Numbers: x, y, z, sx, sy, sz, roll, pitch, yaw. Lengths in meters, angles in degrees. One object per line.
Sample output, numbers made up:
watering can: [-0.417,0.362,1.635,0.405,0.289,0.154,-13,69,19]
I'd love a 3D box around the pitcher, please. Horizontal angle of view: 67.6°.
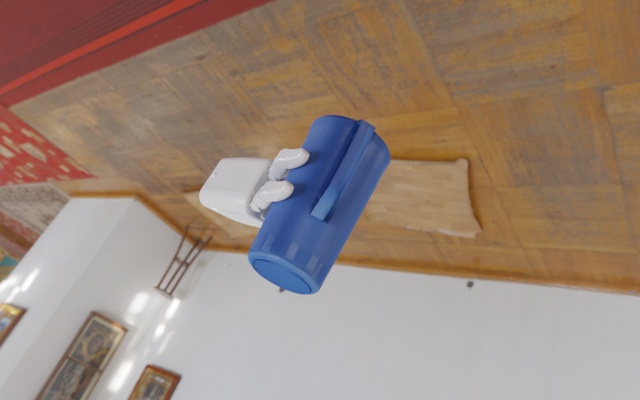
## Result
pitcher: [0.000,0.002,0.675,0.145,0.242,0.149,8,-32,34]
